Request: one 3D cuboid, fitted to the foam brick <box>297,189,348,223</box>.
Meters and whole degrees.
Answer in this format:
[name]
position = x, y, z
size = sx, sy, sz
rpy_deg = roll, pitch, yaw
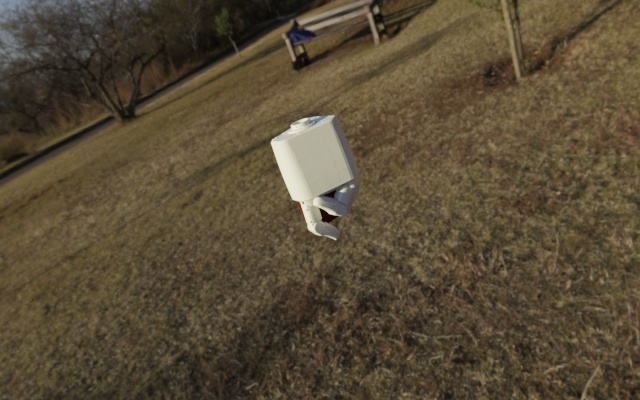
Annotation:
[foam brick]
position = 0.000, 0.003, 0.844
size = 0.053, 0.051, 0.078
rpy_deg = -33, 22, -25
